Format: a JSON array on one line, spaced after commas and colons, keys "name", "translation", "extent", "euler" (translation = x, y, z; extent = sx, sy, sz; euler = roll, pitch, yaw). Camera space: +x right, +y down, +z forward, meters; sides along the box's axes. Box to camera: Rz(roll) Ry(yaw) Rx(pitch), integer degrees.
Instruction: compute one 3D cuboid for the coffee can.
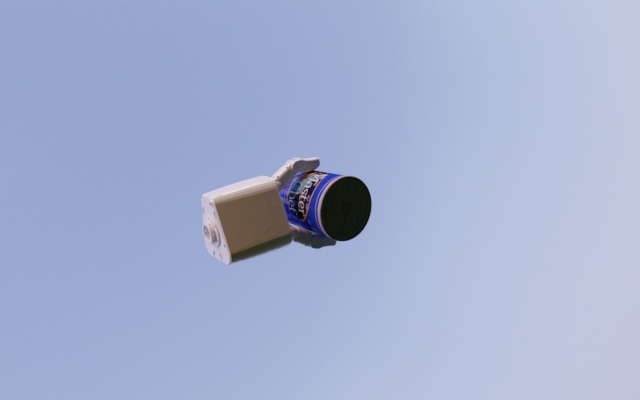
[{"name": "coffee can", "translation": [0.000, 0.002, 0.786], "extent": [0.103, 0.103, 0.140], "euler": [0, 9, -36]}]
